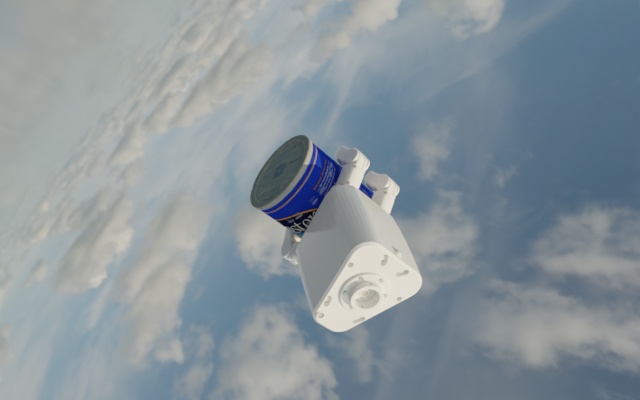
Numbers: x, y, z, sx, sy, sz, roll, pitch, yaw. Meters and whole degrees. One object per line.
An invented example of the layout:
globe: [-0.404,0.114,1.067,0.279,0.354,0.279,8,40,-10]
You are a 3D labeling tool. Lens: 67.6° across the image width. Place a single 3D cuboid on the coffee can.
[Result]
coffee can: [0.000,0.002,0.587,0.140,0.102,0.103,37,-19,-28]
